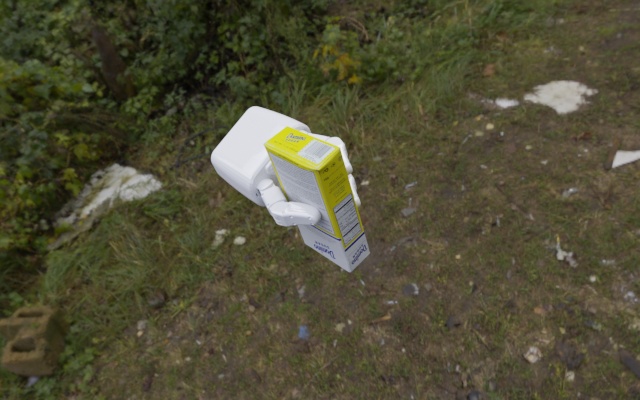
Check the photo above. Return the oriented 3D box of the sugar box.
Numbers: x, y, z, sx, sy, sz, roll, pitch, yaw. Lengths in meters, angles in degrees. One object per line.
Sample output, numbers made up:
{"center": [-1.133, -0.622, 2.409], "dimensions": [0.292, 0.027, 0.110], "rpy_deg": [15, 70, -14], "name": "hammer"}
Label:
{"center": [0.000, 0.001, 0.580], "dimensions": [0.048, 0.176, 0.093], "rpy_deg": [-43, 47, -21], "name": "sugar box"}
